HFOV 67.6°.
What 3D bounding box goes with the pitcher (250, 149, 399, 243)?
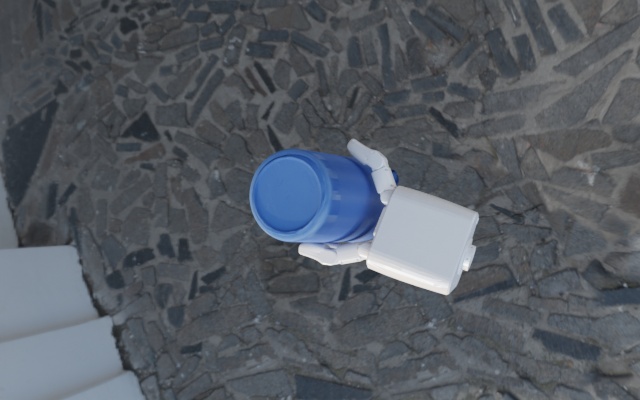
[{"bbox_3d":[0.000,0.002,0.653,0.145,0.149,0.243,21,7,22],"label":"pitcher"}]
